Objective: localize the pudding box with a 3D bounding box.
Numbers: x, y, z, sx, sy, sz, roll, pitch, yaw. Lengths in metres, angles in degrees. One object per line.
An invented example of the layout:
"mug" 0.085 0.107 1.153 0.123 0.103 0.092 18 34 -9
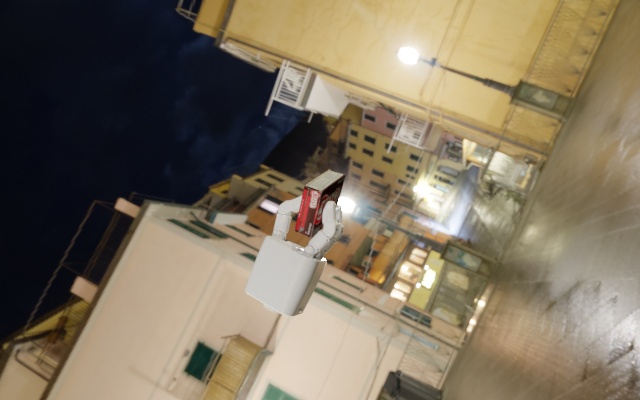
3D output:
"pudding box" 0.000 0.003 0.837 0.039 0.090 0.113 21 26 14
